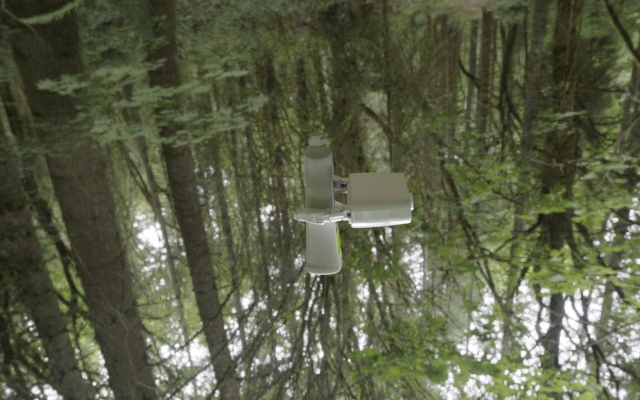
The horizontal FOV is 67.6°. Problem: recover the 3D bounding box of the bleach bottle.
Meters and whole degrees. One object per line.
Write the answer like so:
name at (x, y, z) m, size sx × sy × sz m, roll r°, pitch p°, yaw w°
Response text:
bleach bottle at (0.000, 0.003, 0.881) m, size 0.068 × 0.251 × 0.102 m, roll -3°, pitch 20°, yaw 3°
